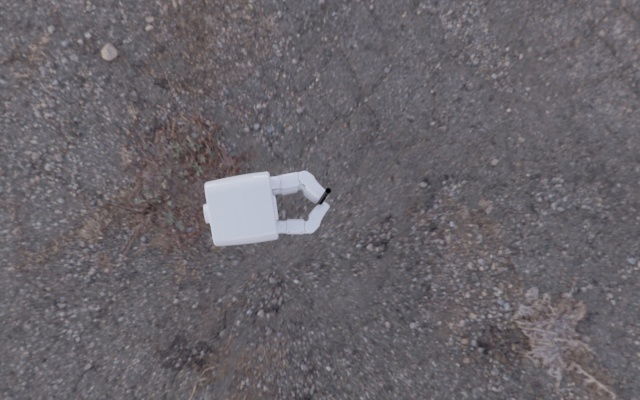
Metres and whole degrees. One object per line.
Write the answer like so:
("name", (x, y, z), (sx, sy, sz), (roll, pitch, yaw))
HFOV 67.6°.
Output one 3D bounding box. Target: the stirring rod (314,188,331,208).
("stirring rod", (0.000, 0.003, 0.800), (0.011, 0.011, 0.239), (0, -8, -5))
